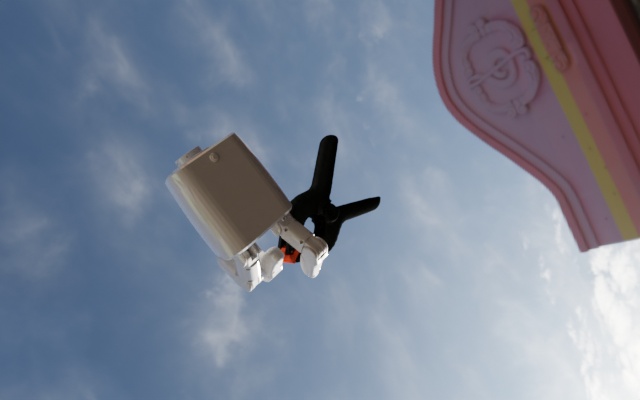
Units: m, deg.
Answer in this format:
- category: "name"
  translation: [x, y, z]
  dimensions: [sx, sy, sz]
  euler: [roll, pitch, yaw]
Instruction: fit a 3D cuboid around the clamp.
- category: "clamp"
  translation: [0.000, 0.002, 0.586]
  dimensions: [0.039, 0.120, 0.171]
  euler: [-18, 21, 51]
